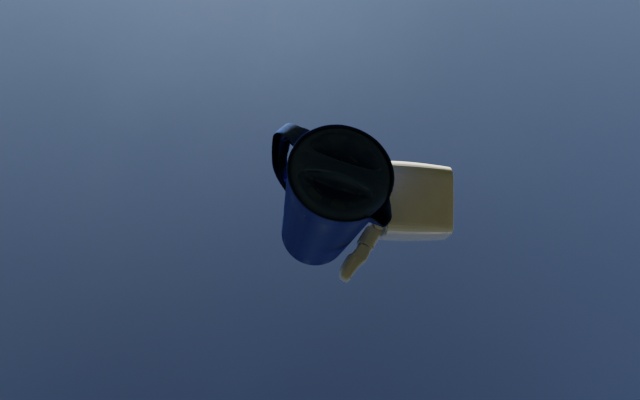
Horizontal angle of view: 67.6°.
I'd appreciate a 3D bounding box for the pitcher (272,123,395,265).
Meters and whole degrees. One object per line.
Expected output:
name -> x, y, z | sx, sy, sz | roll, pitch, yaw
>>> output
pitcher -> 0.000, 0.002, 0.681 | 0.145, 0.149, 0.243 | 1, -24, -10
